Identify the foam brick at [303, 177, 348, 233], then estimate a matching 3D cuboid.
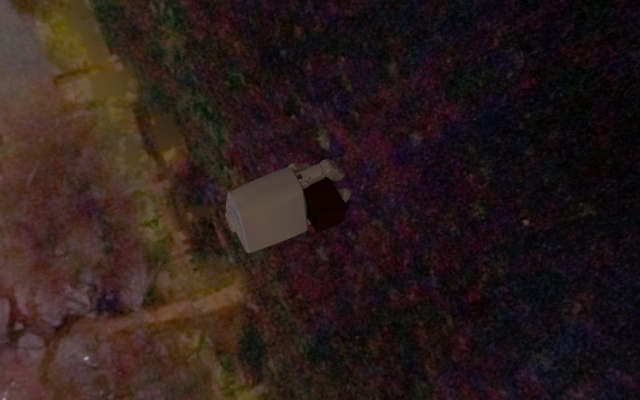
[{"bbox_3d":[0.000,0.003,0.766,0.051,0.078,0.053,-23,-27,-19],"label":"foam brick"}]
